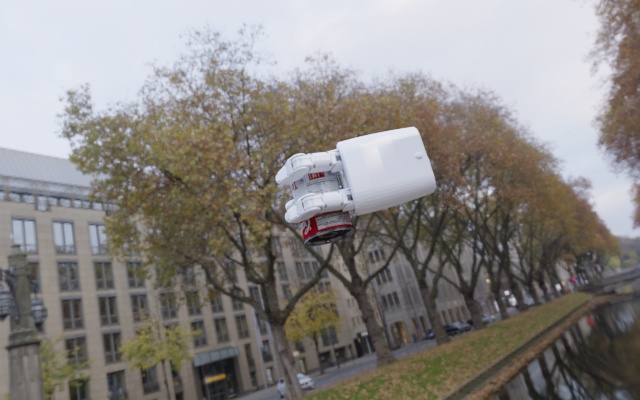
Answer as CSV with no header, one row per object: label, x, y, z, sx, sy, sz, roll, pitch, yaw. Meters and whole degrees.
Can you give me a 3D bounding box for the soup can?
soup can,0.000,0.002,0.637,0.068,0.102,0.068,-14,-17,-4
